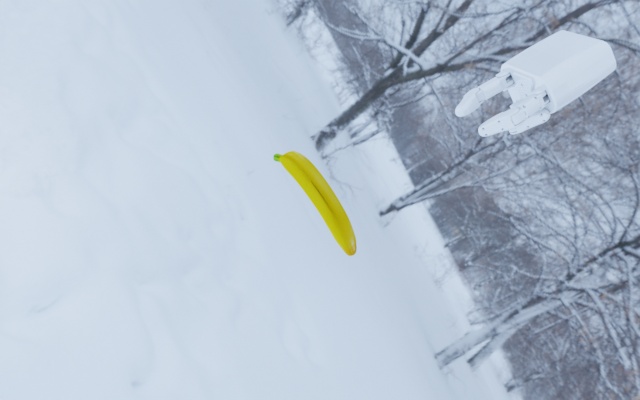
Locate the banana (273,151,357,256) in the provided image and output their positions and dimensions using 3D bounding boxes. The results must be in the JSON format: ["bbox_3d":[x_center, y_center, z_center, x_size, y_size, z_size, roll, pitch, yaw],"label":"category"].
[{"bbox_3d":[0.000,-0.003,0.711,0.037,0.198,0.069,-35,-4,-11],"label":"banana"}]
